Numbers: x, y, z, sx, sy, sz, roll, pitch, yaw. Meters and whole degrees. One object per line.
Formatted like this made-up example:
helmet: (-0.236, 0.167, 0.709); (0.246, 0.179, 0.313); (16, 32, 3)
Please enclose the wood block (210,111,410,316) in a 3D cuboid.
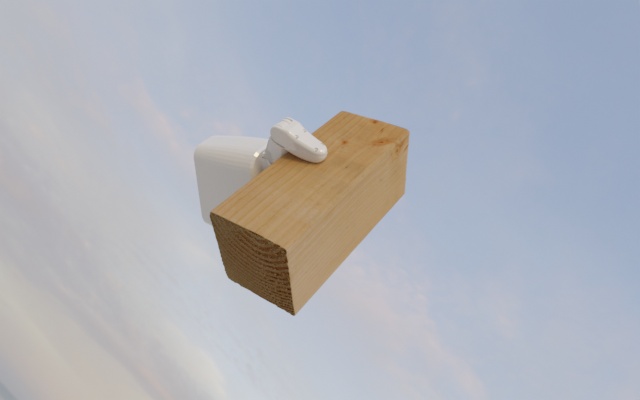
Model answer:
wood block: (0.000, 0.001, 0.484); (0.090, 0.091, 0.206); (23, 47, 29)
